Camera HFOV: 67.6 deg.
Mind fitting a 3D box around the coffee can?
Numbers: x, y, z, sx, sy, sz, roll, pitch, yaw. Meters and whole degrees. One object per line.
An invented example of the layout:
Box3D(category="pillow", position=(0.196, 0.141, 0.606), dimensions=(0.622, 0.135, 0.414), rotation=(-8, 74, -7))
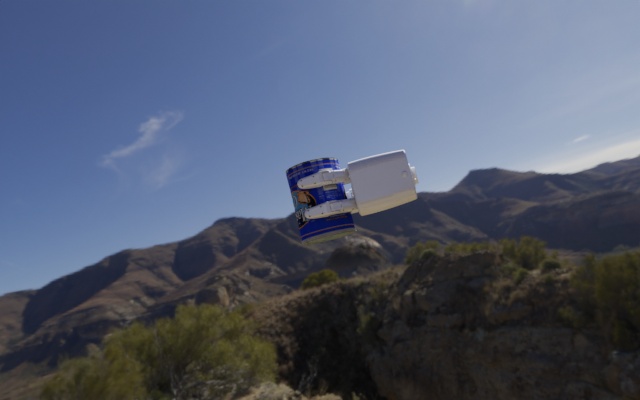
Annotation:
Box3D(category="coffee can", position=(0.000, 0.003, 0.889), dimensions=(0.103, 0.140, 0.103), rotation=(-13, -9, -2))
